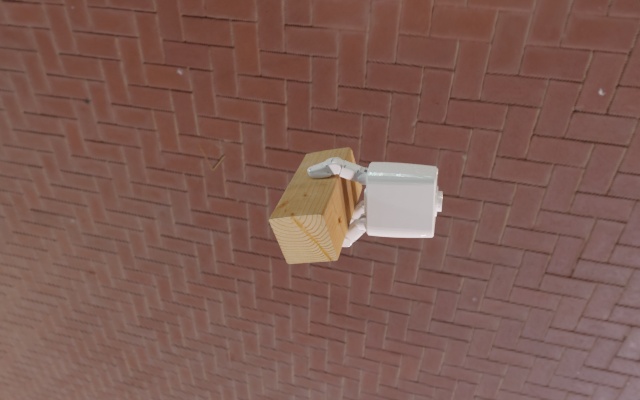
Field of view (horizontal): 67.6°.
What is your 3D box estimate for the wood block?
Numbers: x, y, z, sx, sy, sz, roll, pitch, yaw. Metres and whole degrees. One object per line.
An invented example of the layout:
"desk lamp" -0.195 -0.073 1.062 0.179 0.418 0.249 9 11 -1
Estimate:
"wood block" 0.000 0.002 0.803 0.090 0.091 0.206 -6 31 21
